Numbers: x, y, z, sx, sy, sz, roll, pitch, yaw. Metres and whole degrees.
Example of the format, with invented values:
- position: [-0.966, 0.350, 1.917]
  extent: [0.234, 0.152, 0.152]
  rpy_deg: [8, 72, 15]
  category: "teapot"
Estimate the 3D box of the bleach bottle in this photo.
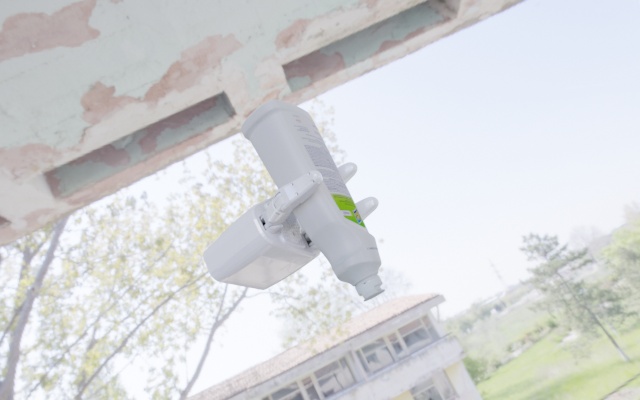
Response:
- position: [0.000, 0.002, 0.567]
  extent: [0.068, 0.250, 0.102]
  rpy_deg: [-37, -21, 26]
  category: "bleach bottle"
